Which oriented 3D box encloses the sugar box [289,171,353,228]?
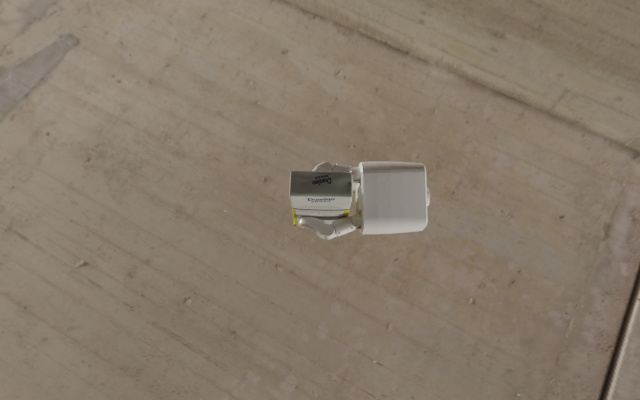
[{"bbox_3d":[0.000,0.002,0.769,0.093,0.048,0.176,1,-20,-1],"label":"sugar box"}]
